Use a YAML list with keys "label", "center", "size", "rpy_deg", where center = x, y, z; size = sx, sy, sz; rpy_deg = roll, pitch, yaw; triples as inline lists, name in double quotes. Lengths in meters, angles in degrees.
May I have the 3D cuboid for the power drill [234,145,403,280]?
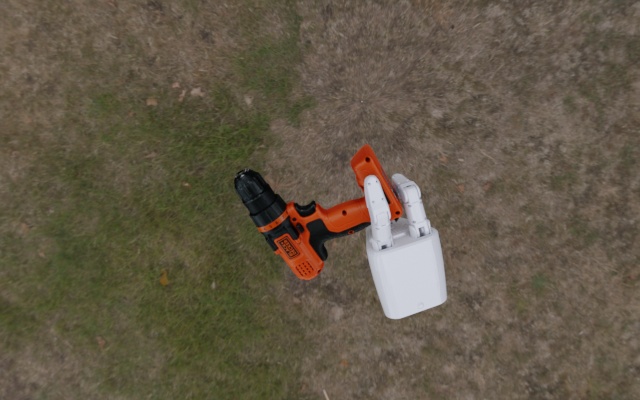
- label: "power drill"
  center: [0.001, 0.002, 0.643]
  size: [0.188, 0.184, 0.057]
  rpy_deg: [-28, 23, 15]
